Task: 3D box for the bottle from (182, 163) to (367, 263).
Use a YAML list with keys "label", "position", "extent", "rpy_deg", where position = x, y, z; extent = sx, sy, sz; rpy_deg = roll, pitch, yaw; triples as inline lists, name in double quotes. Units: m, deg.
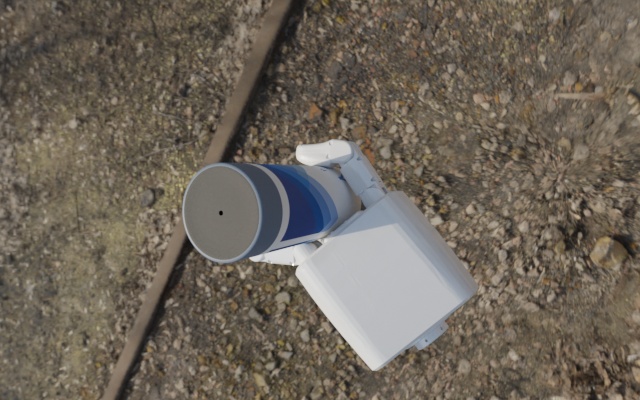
- label: "bottle"
  position: [0.000, 0.001, 0.444]
  extent: [0.069, 0.069, 0.295]
  rpy_deg: [0, 3, 27]
